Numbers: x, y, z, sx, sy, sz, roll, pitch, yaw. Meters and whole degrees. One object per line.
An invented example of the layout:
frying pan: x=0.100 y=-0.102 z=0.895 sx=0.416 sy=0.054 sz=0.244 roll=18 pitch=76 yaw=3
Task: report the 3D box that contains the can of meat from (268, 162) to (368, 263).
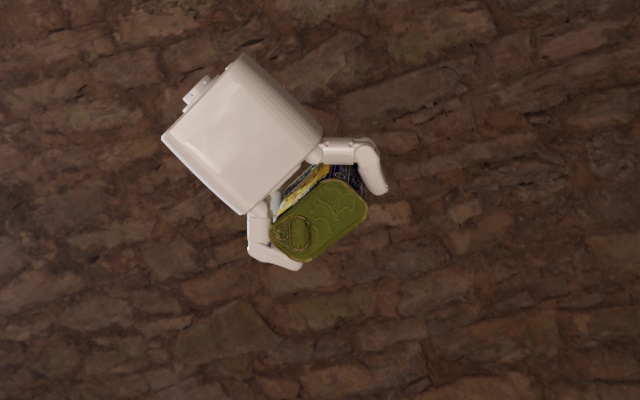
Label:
can of meat: x=0.000 y=0.001 z=0.493 sx=0.102 sy=0.057 sz=0.084 roll=-40 pitch=19 yaw=24
